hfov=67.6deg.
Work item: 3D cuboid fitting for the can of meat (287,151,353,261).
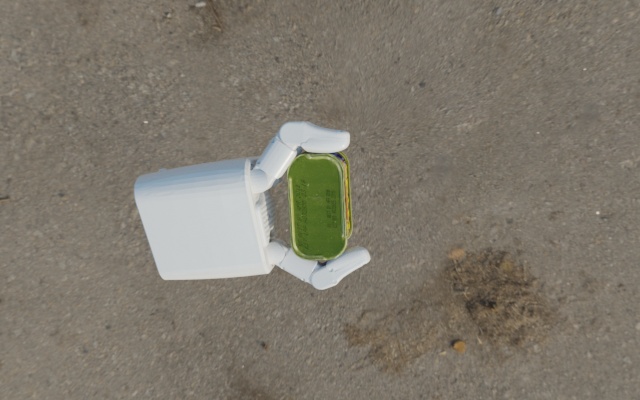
[{"bbox_3d":[0.000,0.002,0.461,0.057,0.102,0.084,-3,7,5],"label":"can of meat"}]
